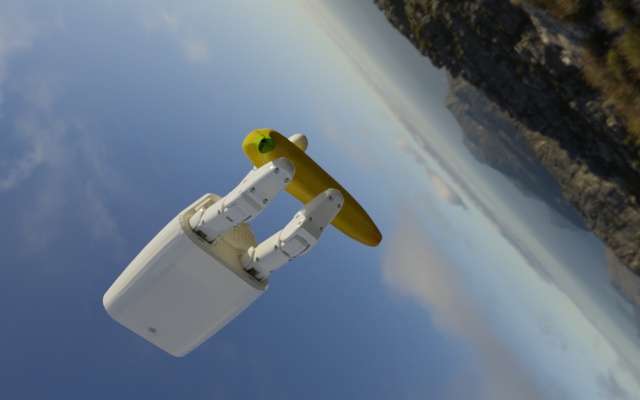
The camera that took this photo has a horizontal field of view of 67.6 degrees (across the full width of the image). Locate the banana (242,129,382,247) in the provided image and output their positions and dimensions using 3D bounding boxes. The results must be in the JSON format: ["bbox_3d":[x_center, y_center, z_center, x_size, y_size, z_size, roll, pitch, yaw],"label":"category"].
[{"bbox_3d":[-0.010,-0.012,0.428,0.198,0.037,0.069,37,14,-48],"label":"banana"}]
